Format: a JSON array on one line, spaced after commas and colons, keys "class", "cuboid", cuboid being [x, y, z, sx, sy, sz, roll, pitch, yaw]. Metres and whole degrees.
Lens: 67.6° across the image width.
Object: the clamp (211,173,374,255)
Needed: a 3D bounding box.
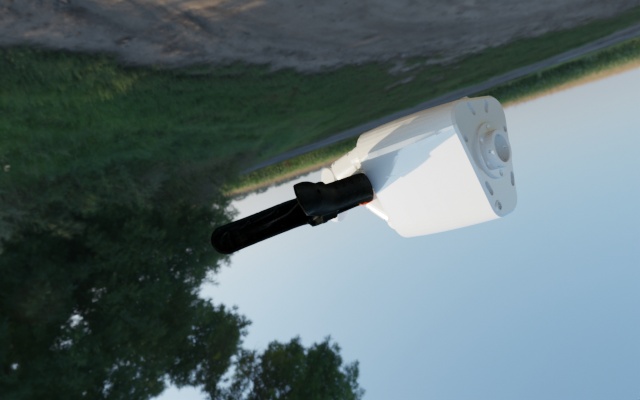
[{"class": "clamp", "cuboid": [0.000, 0.002, 0.419, 0.171, 0.039, 0.120, -21, 1, -43]}]
